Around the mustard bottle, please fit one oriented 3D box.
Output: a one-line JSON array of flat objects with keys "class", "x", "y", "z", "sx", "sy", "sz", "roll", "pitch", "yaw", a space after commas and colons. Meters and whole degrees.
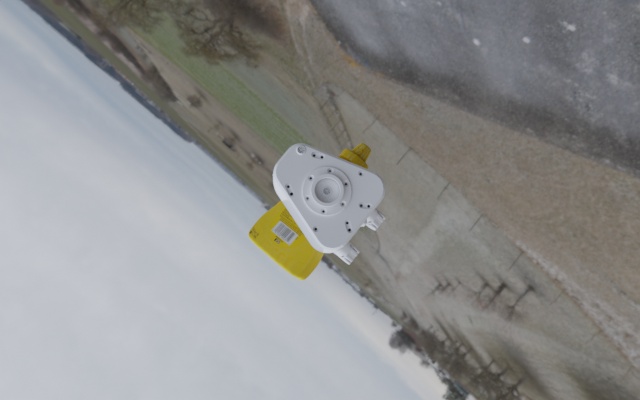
[{"class": "mustard bottle", "x": 0.000, "y": 0.002, "z": 0.623, "sx": 0.096, "sy": 0.191, "sz": 0.058, "roll": 37, "pitch": -6, "yaw": 25}]
